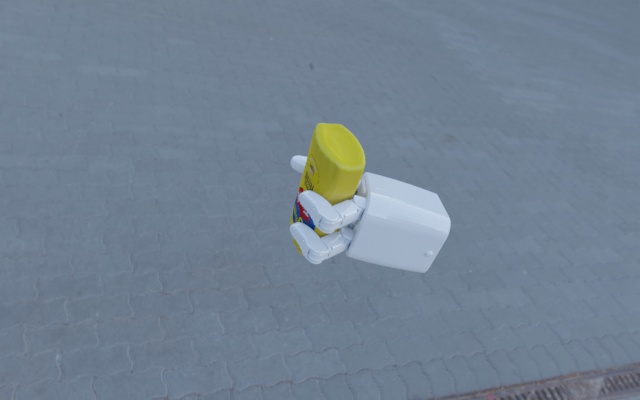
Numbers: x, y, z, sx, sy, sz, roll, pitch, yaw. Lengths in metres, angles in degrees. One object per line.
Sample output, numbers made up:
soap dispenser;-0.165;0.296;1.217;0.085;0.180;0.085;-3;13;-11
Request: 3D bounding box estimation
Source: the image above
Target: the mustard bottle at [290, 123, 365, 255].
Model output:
mustard bottle;0.000;0.002;0.622;0.058;0.192;0.096;-2;43;-23
